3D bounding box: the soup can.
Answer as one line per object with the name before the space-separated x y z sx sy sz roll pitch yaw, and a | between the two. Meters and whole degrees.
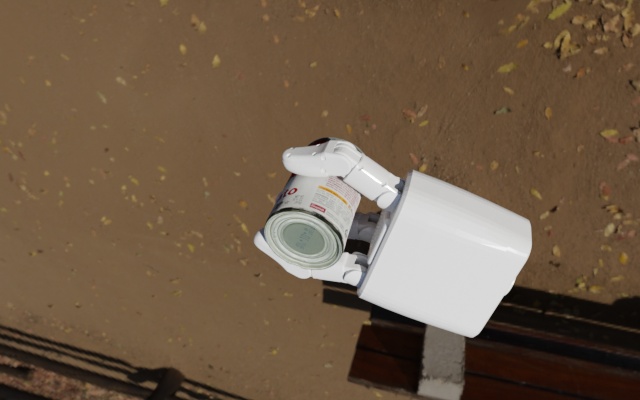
soup can | 0.000 0.001 0.412 0.068 0.068 0.102 0 39 21
